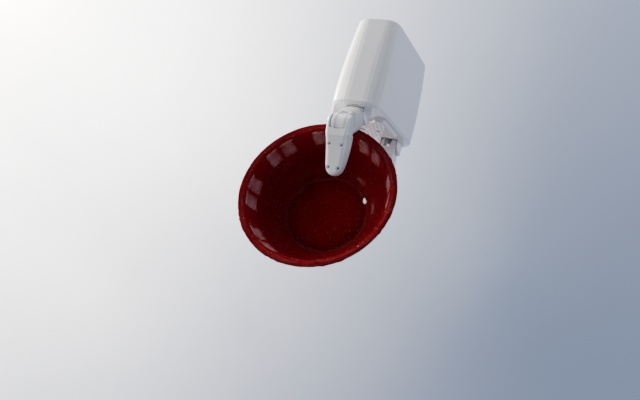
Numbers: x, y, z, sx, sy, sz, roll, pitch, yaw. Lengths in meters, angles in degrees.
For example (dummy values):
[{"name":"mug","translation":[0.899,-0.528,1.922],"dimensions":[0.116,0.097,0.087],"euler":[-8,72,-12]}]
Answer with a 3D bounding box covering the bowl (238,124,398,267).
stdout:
[{"name":"bowl","translation":[-0.001,0.003,0.491],"dimensions":[0.162,0.162,0.055],"euler":[0,-28,14]}]
